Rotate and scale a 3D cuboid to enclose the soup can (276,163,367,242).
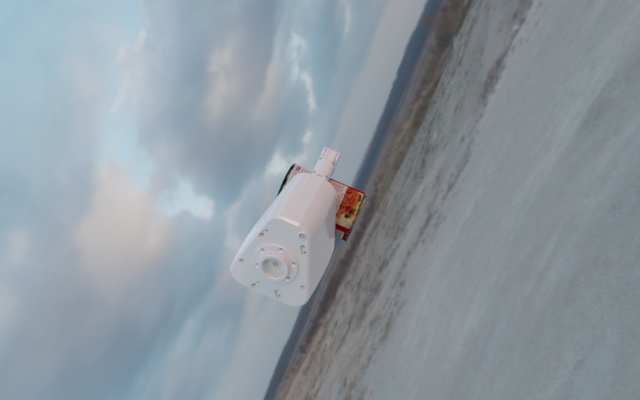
[{"bbox_3d":[0.000,0.002,0.611,0.102,0.068,0.068,23,1,3],"label":"soup can"}]
